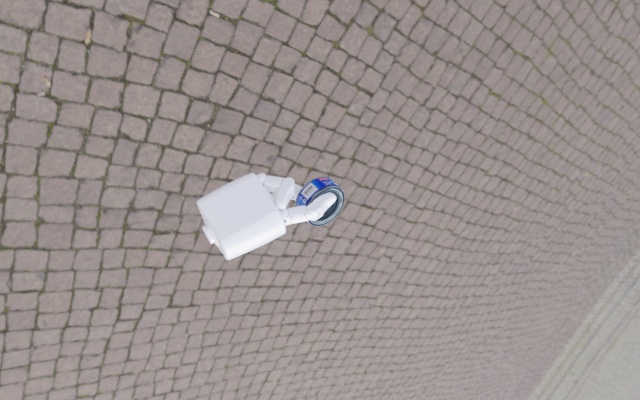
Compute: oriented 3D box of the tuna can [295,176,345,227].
[{"bbox_3d":[0.001,0.003,0.836,0.086,0.086,0.033,0,31,-41],"label":"tuna can"}]
